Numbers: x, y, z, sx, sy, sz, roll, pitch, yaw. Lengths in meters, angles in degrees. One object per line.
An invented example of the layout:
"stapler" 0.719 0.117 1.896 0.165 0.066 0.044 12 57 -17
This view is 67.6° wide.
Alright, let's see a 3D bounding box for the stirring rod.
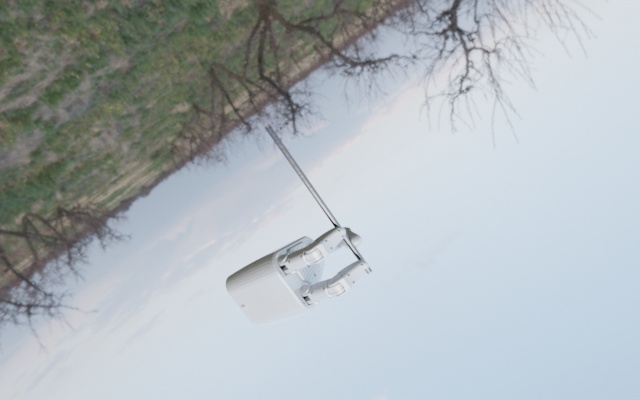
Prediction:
"stirring rod" 0.000 0.002 0.626 0.011 0.239 0.011 -33 14 9
